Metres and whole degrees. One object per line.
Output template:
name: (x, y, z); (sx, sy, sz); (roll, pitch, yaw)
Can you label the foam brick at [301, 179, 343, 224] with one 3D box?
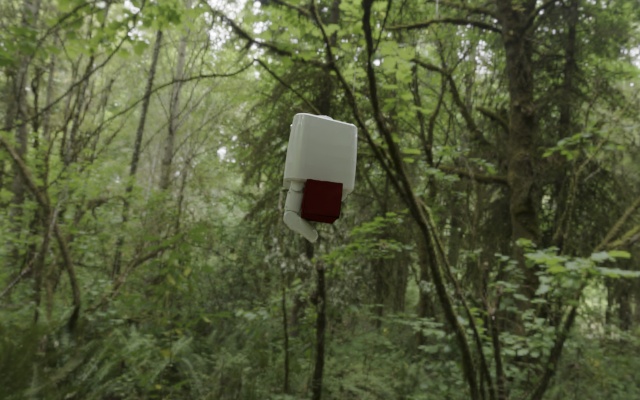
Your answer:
foam brick: (0.000, 0.002, 0.695); (0.053, 0.051, 0.078); (8, -9, -5)
